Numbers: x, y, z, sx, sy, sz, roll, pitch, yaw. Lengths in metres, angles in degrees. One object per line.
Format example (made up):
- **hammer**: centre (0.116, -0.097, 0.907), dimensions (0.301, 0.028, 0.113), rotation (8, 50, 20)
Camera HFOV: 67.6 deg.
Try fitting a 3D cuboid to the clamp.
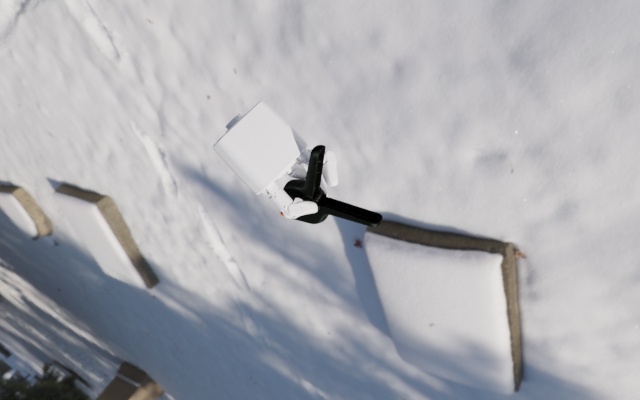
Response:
- **clamp**: centre (-0.001, 0.003, 0.820), dimensions (0.036, 0.164, 0.210), rotation (-51, 12, -34)
